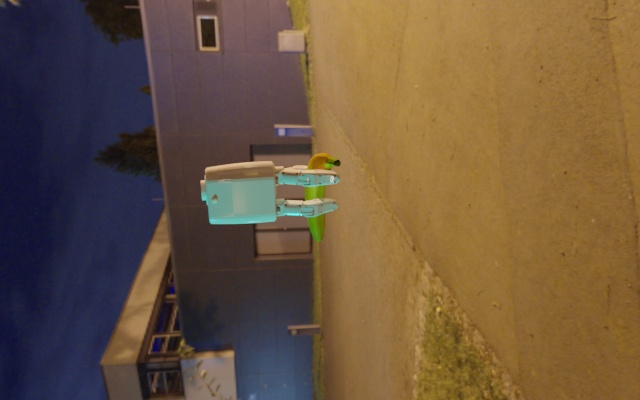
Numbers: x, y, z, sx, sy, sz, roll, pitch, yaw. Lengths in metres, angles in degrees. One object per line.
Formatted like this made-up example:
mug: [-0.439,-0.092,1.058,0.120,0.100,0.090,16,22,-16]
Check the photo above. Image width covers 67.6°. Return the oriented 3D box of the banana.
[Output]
banana: [-0.004,-0.013,0.819,0.037,0.069,0.198,-7,-42,-15]
